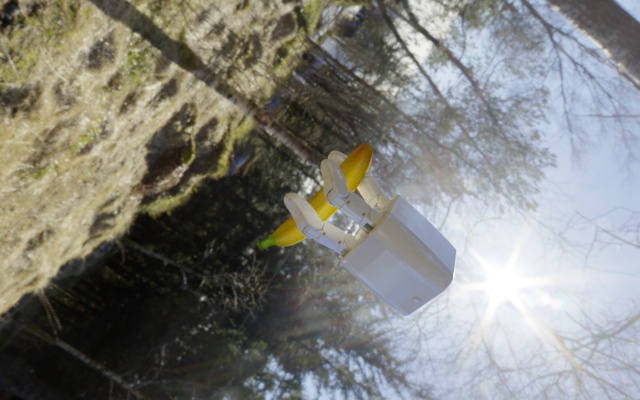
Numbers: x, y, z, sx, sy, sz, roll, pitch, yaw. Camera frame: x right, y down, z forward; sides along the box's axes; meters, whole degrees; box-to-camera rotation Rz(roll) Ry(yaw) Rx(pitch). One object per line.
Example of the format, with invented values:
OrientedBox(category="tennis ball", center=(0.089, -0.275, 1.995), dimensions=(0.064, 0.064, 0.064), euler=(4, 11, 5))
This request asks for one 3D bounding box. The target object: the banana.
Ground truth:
OrientedBox(category="banana", center=(0.004, 0.002, 0.617), dimensions=(0.198, 0.037, 0.069), euler=(-45, -9, 18))
